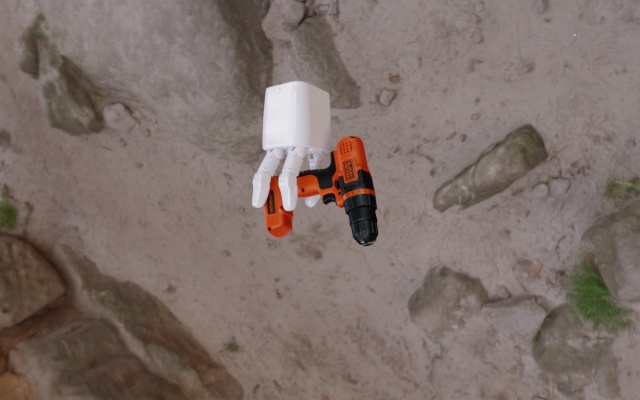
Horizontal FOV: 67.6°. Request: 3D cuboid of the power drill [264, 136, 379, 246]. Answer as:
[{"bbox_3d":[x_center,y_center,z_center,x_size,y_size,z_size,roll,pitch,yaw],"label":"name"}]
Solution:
[{"bbox_3d":[0.000,0.002,0.780,0.187,0.184,0.057,-17,-26,21],"label":"power drill"}]
